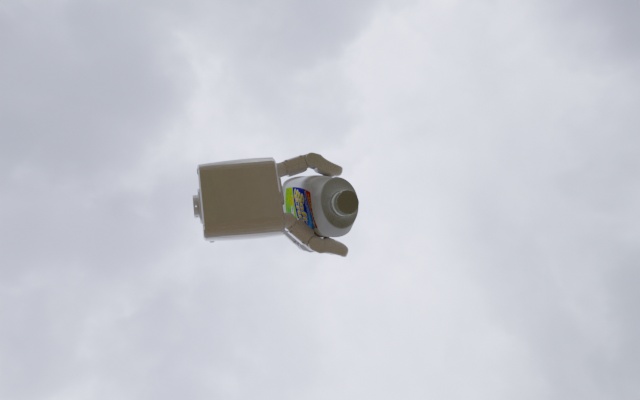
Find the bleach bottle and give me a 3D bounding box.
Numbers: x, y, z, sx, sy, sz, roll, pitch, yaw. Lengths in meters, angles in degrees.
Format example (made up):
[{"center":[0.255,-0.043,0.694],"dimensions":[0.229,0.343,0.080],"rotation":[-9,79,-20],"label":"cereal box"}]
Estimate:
[{"center":[0.000,0.002,0.685],"dimensions":[0.068,0.102,0.251],"rotation":[-5,-3,-15],"label":"bleach bottle"}]
